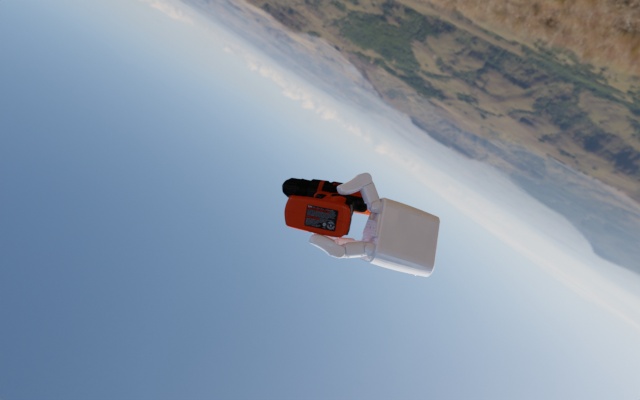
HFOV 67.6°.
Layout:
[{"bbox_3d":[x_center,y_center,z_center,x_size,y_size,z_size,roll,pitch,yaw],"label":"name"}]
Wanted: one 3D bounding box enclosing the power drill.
[{"bbox_3d":[0.000,0.003,0.830,0.184,0.057,0.187,9,15,12],"label":"power drill"}]
